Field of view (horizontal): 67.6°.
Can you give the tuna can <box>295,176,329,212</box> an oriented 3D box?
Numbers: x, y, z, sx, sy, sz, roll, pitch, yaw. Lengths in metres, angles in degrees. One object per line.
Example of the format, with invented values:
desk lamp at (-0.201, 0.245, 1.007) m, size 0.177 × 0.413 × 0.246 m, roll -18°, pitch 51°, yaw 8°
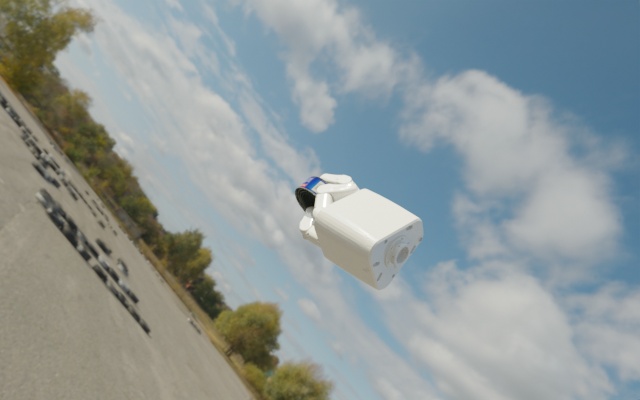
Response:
tuna can at (0.000, 0.002, 0.781) m, size 0.033 × 0.086 × 0.086 m, roll -43°, pitch 20°, yaw -23°
